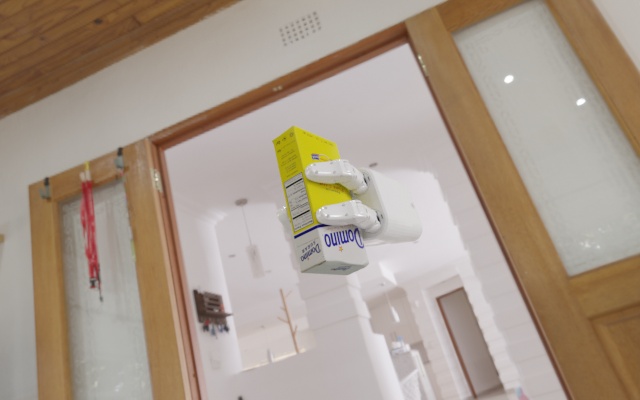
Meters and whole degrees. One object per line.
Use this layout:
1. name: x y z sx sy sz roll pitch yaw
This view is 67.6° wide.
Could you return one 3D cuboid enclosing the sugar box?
1. sugar box: 0.001 0.002 0.590 0.048 0.176 0.093 -31 -26 31
